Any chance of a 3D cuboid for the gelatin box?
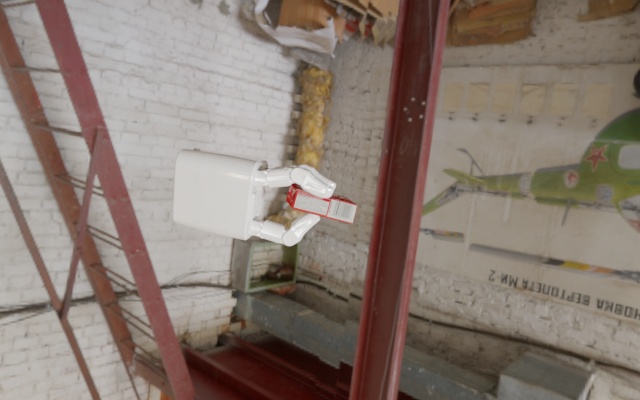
[{"bbox_3d":[0.000,0.003,0.664,0.089,0.030,0.073,15,6,-10],"label":"gelatin box"}]
